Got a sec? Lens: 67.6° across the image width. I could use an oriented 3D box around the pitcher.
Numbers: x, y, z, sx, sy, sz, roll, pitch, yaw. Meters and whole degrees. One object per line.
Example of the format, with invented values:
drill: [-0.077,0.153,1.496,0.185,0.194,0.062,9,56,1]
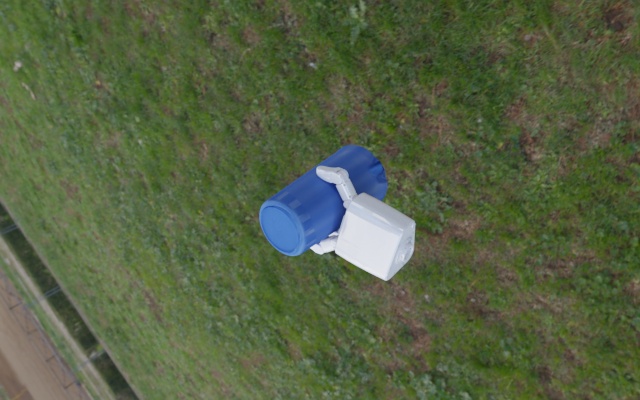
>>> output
pitcher: [0.000,0.003,0.889,0.145,0.149,0.242,29,42,28]
